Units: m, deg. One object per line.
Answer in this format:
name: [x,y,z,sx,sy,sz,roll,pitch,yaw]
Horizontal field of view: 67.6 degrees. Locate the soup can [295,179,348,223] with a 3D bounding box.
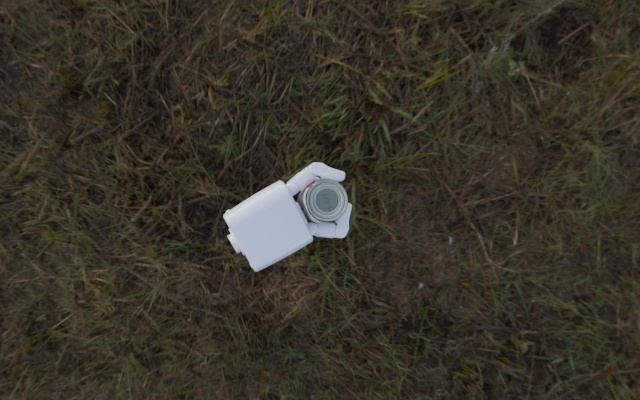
soup can: [0.001,0.002,0.769,0.068,0.068,0.102,0,-3,-11]
